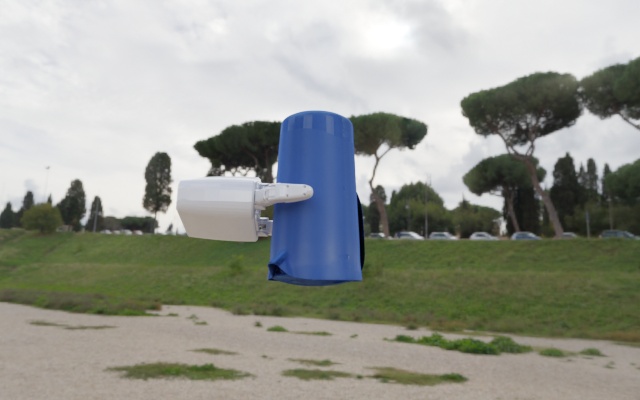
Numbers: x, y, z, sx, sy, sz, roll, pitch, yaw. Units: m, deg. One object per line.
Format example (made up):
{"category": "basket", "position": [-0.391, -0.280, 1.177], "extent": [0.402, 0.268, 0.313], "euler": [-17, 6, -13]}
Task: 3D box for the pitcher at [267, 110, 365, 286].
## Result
{"category": "pitcher", "position": [0.000, 0.002, 0.698], "extent": [0.145, 0.242, 0.149], "euler": [1, -11, -2]}
